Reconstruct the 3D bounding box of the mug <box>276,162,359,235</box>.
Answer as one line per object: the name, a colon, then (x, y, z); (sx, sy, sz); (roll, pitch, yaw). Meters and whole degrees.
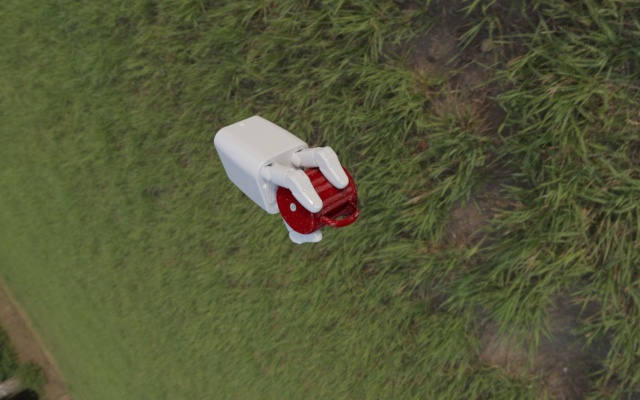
mug: (0.001, 0.003, 0.666); (0.081, 0.093, 0.117); (-30, 50, -35)
